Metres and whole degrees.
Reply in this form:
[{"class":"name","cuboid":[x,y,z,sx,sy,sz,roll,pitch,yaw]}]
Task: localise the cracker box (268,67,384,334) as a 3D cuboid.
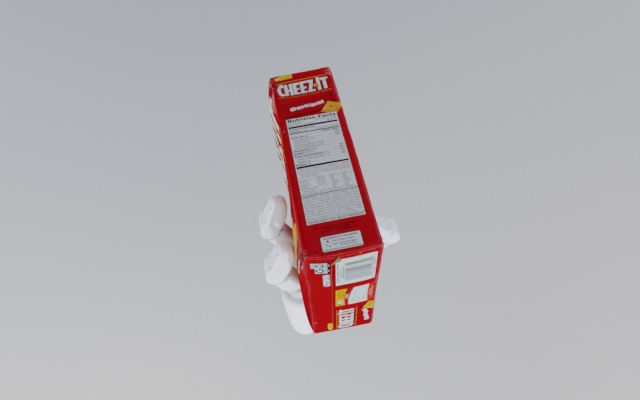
[{"class":"cracker box","cuboid":[0.000,0.002,0.483,0.072,0.213,0.164,-10,-35,-5]}]
